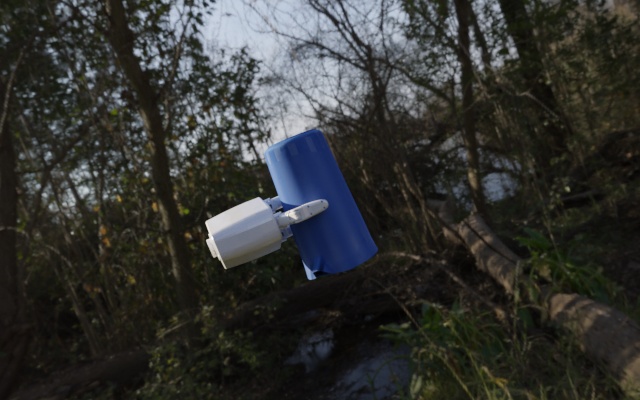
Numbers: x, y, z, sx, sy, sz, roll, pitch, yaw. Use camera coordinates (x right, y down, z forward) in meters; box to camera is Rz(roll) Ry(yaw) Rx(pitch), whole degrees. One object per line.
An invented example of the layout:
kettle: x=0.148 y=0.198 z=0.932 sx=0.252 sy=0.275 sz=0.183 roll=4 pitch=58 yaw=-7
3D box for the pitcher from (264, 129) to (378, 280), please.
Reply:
pitcher: x=0.000 y=0.003 z=0.840 sx=0.145 sy=0.243 sz=0.149 roll=-23 pitch=5 yaw=-11
